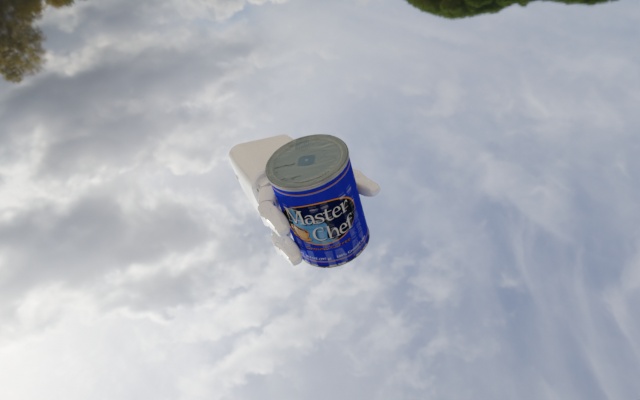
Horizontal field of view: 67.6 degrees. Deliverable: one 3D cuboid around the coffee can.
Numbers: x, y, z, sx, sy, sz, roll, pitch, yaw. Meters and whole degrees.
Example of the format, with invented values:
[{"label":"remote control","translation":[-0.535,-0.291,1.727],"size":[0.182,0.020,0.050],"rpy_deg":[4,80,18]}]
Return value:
[{"label":"coffee can","translation":[0.000,0.002,0.609],"size":[0.103,0.140,0.102],"rpy_deg":[-11,40,9]}]
